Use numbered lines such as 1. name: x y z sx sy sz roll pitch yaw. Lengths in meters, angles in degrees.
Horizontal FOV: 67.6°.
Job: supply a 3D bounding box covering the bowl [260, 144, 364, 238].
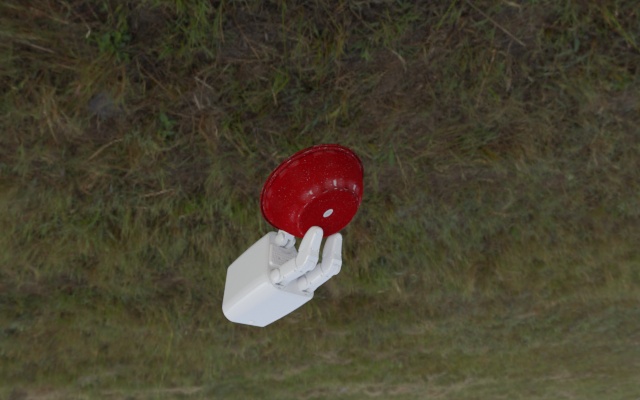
1. bowl: 0.001 0.001 0.666 0.162 0.162 0.055 0 40 -32
